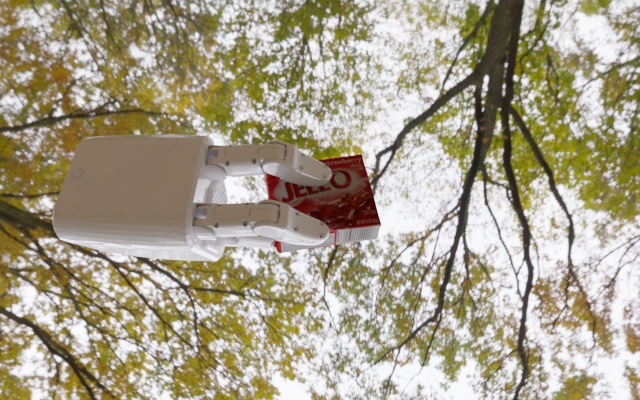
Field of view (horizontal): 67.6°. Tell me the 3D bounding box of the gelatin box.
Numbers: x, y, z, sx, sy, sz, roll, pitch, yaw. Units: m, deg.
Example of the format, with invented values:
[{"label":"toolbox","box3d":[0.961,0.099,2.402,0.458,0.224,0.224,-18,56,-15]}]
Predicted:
[{"label":"gelatin box","box3d":[0.000,0.002,0.408,0.089,0.073,0.030,-7,-32,-7]}]
